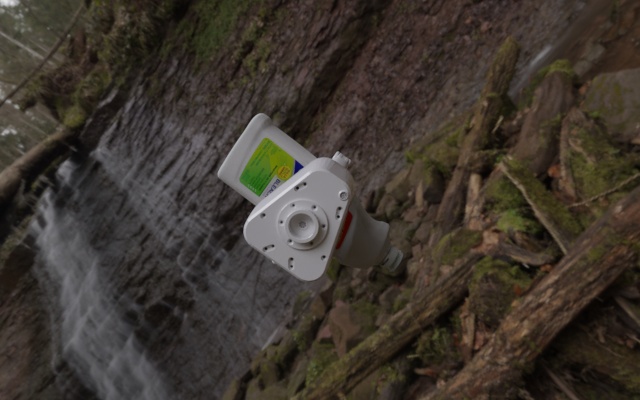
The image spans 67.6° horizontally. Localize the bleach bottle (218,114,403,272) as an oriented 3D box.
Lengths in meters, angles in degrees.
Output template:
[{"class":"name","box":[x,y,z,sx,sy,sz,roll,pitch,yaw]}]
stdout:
[{"class":"bleach bottle","box":[0.000,0.002,0.607,0.251,0.102,0.068,35,8,-2]}]
